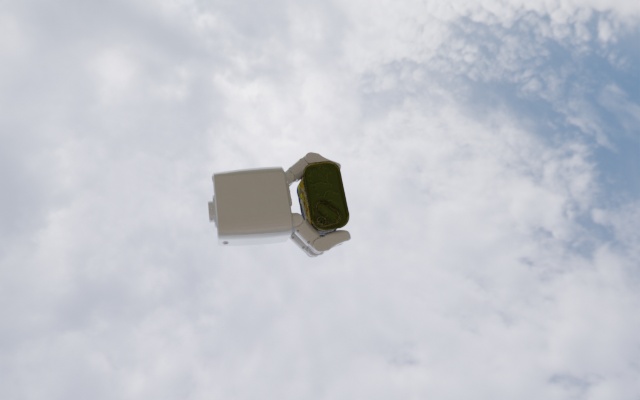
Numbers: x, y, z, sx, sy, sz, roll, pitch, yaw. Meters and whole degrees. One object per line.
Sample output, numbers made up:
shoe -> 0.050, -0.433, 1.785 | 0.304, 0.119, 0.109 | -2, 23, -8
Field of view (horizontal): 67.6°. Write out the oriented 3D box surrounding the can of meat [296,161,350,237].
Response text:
can of meat -> 0.000, 0.002, 0.724 | 0.057, 0.102, 0.084 | -8, -13, -14
